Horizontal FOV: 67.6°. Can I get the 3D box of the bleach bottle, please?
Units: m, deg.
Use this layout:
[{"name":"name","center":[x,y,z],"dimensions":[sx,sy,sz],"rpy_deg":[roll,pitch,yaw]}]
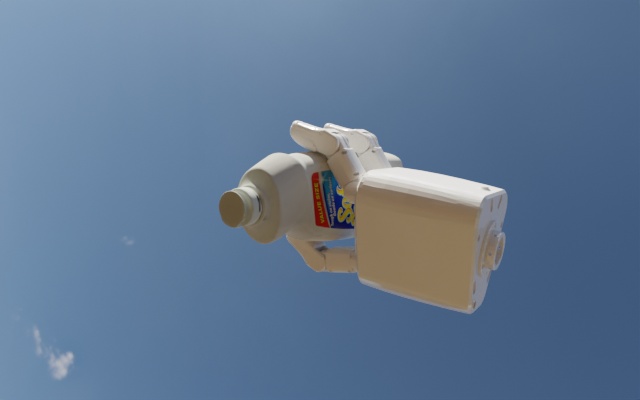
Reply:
[{"name":"bleach bottle","center":[0.000,0.001,0.474],"dimensions":[0.068,0.102,0.251],"rpy_deg":[13,13,32]}]
